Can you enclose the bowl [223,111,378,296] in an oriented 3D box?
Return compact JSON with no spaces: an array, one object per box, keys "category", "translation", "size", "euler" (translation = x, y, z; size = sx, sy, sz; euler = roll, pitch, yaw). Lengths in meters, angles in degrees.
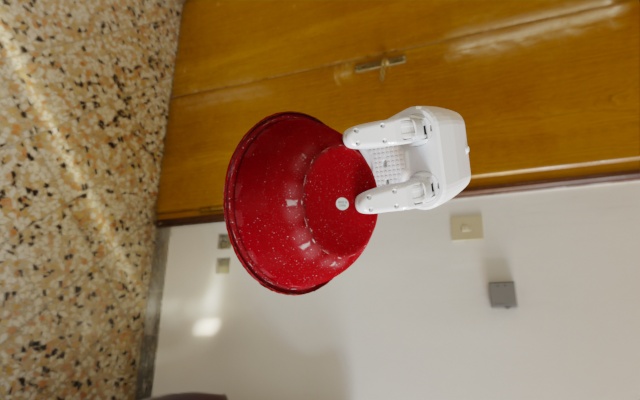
[{"category":"bowl","translation":[0.000,0.002,0.403],"size":[0.162,0.162,0.055],"euler":[0,-2,-45]}]
